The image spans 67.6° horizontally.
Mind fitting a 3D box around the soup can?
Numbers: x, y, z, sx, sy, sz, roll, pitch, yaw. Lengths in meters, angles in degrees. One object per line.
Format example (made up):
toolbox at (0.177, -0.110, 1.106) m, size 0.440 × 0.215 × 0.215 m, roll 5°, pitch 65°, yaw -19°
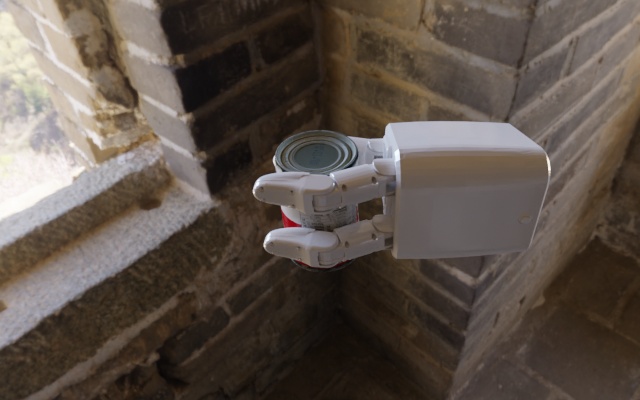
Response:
soup can at (0.000, 0.001, 0.403) m, size 0.068 × 0.102 × 0.068 m, roll -3°, pitch 39°, yaw 2°
